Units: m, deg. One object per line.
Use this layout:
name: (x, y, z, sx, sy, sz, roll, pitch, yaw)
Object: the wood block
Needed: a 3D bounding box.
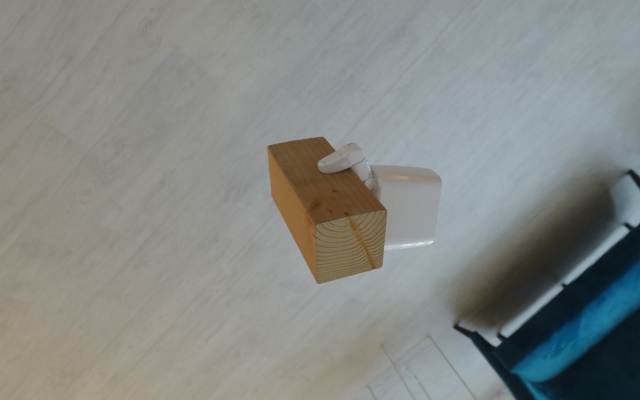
wood block: (0.001, 0.002, 0.634, 0.090, 0.091, 0.206, -11, 34, -17)
